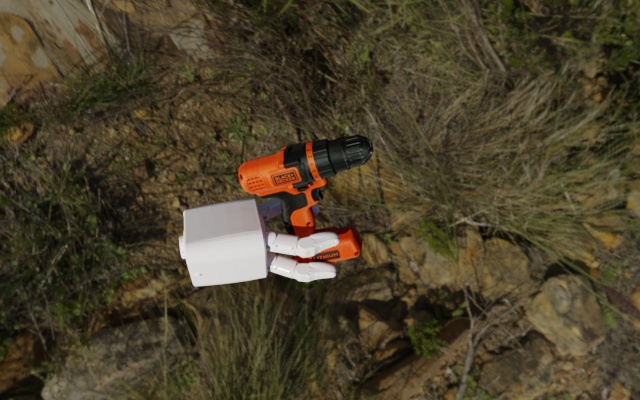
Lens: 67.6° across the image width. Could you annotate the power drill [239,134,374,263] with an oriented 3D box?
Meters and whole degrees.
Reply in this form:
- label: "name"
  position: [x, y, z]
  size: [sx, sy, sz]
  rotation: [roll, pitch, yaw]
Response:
- label: "power drill"
  position: [0.000, 0.003, 0.672]
  size: [0.184, 0.188, 0.057]
  rotation: [-12, 34, 14]
